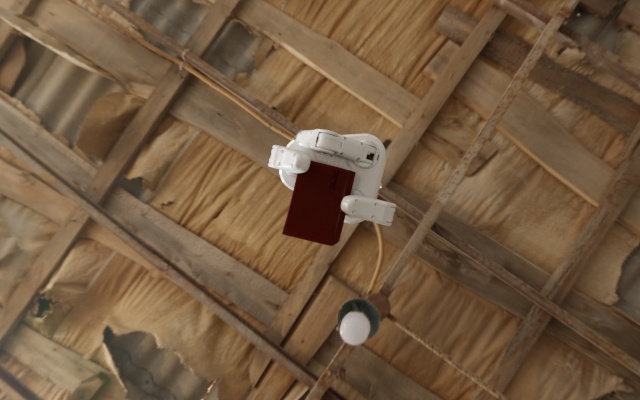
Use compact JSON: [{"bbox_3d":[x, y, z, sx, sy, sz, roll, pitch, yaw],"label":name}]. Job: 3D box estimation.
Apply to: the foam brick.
[{"bbox_3d":[0.000,0.002,0.482,0.053,0.078,0.051,15,2,9],"label":"foam brick"}]
